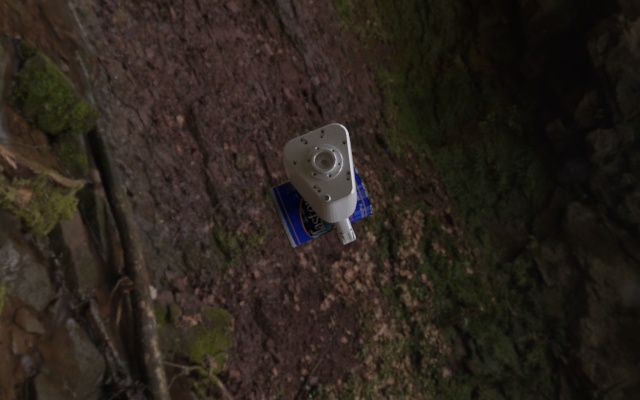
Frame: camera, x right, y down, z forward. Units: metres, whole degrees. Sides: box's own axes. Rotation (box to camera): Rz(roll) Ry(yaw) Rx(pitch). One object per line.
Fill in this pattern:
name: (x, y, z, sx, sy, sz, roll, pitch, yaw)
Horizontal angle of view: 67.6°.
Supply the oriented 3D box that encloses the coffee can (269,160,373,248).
coffee can: (0.000, 0.003, 0.773, 0.140, 0.103, 0.103, -23, 1, -3)
